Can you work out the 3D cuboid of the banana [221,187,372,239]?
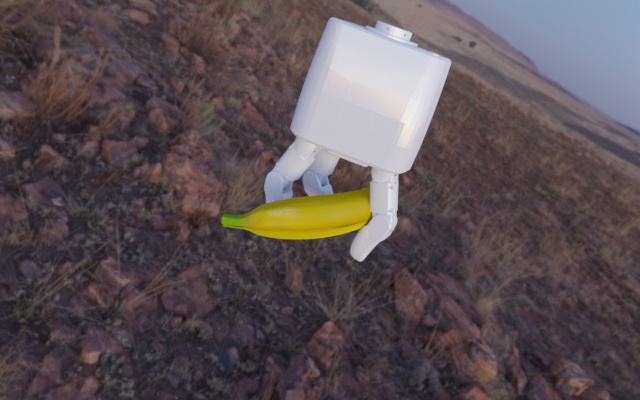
[{"bbox_3d":[0.009,0.008,0.456,0.198,0.037,0.069,-6,23,-40],"label":"banana"}]
